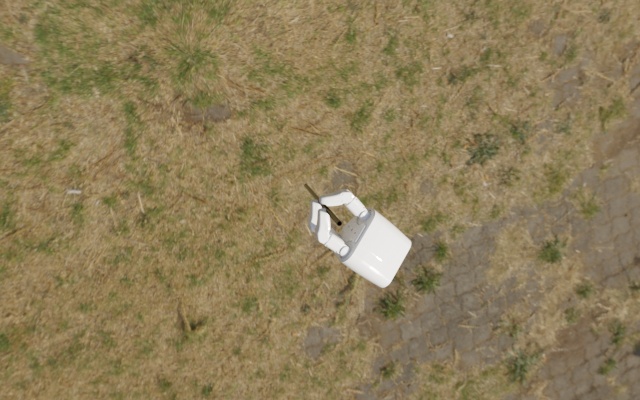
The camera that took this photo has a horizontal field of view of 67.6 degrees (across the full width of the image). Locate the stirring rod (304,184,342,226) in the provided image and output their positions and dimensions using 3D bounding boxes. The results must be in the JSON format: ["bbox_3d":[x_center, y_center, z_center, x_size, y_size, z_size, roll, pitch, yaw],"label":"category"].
[{"bbox_3d":[0.000,0.003,0.868,0.011,0.011,0.239,0,16,-15],"label":"stirring rod"}]
